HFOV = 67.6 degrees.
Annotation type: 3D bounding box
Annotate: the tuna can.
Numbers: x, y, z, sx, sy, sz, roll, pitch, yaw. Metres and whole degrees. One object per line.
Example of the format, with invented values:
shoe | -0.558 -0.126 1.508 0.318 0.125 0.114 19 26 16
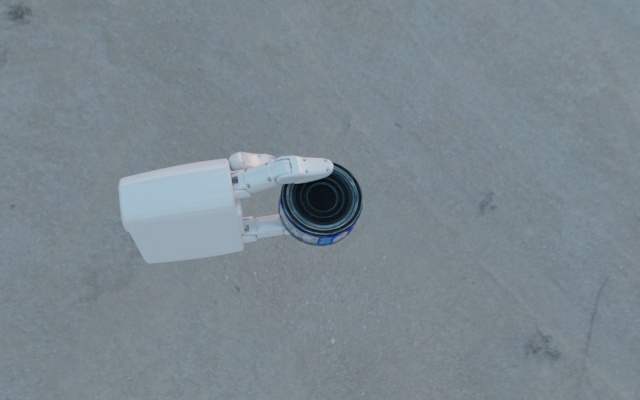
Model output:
tuna can | 0.000 0.001 0.493 0.086 0.086 0.034 0 -23 -8
